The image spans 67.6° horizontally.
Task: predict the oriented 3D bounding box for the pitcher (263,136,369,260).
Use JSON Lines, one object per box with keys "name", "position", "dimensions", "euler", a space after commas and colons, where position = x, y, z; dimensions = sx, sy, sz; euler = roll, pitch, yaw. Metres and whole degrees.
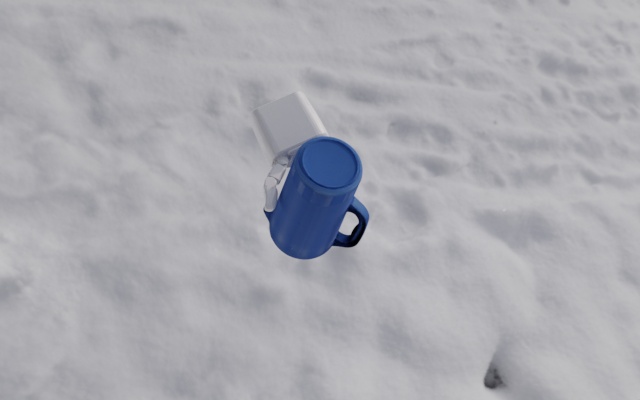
{"name": "pitcher", "position": [0.000, 0.003, 0.825], "dimensions": [0.149, 0.145, 0.243], "euler": [-17, -22, -21]}
